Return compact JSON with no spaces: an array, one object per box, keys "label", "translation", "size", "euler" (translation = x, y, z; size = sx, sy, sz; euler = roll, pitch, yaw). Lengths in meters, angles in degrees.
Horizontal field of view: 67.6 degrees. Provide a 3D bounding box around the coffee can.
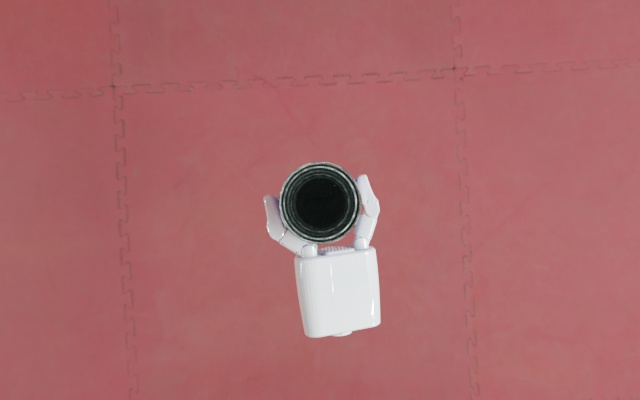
[{"label":"coffee can","translation":[0.000,0.002,0.653],"size":[0.103,0.103,0.140],"euler":[0,1,1]}]
